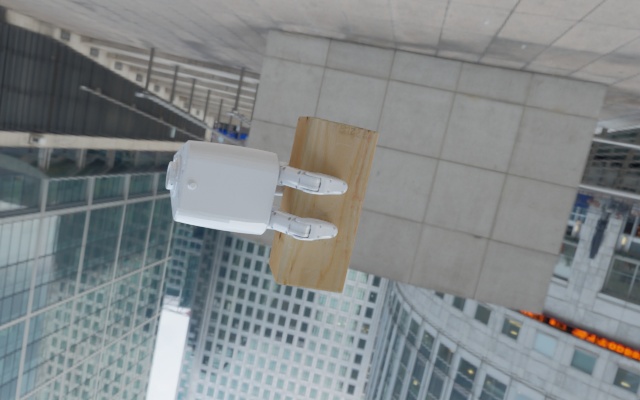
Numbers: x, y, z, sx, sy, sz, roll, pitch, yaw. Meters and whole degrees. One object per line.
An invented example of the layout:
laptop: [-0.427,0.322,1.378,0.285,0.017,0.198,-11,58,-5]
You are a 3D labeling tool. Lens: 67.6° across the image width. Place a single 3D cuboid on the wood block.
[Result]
wood block: [0.000,0.002,0.621,0.090,0.206,0.091,11,8,-14]
